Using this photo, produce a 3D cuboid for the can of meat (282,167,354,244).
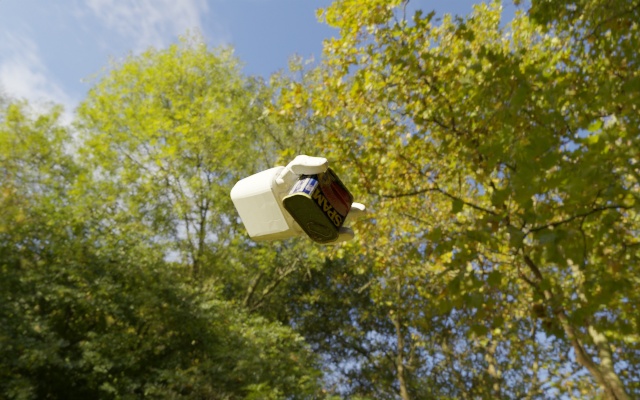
[{"bbox_3d":[0.000,0.002,0.750,0.057,0.102,0.084,-17,31,40],"label":"can of meat"}]
